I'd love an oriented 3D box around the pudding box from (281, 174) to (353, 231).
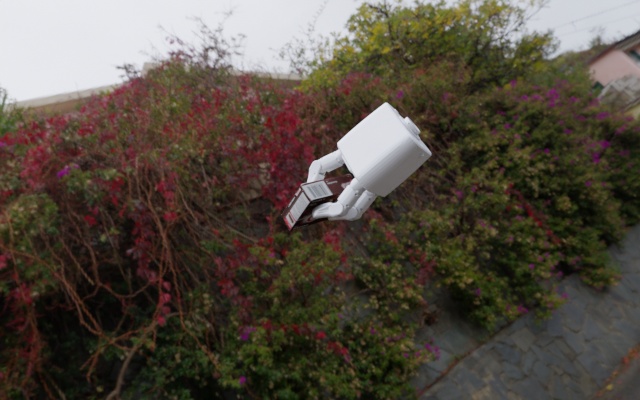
[{"bbox_3d":[0.000,0.002,0.814,0.113,0.039,0.090,-12,-30,-38],"label":"pudding box"}]
